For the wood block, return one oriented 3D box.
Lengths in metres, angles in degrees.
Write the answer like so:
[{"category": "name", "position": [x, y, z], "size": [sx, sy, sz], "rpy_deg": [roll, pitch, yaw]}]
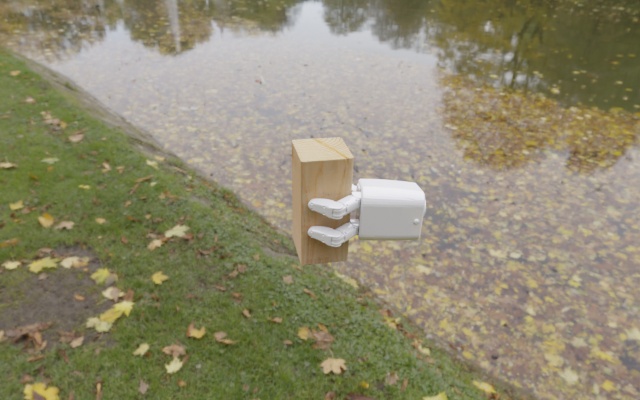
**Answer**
[{"category": "wood block", "position": [0.000, 0.002, 0.843], "size": [0.090, 0.206, 0.090], "rpy_deg": [-5, 31, -11]}]
